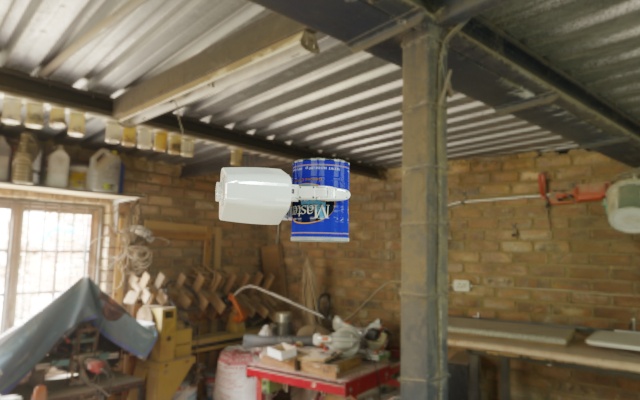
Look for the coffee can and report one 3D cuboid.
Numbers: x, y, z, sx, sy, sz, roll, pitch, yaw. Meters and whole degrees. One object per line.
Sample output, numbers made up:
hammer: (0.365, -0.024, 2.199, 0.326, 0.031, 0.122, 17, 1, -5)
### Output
coffee can: (0.000, 0.003, 0.846, 0.103, 0.140, 0.103, 1, -6, 0)
